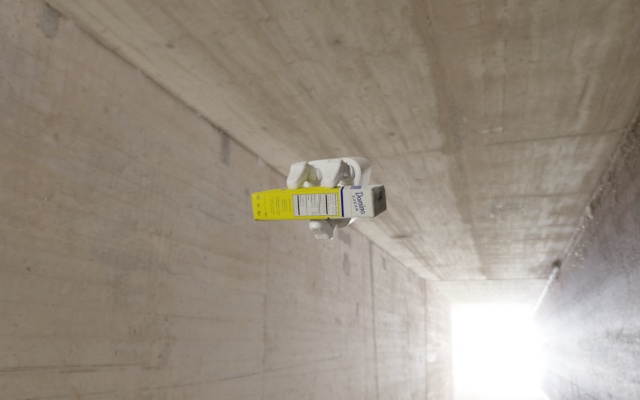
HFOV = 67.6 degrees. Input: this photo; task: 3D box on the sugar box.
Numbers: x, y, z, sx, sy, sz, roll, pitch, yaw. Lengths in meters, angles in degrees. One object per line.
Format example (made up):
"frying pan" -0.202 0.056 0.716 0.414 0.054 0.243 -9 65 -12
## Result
"sugar box" 0.000 0.002 0.688 0.176 0.048 0.093 -5 4 18
